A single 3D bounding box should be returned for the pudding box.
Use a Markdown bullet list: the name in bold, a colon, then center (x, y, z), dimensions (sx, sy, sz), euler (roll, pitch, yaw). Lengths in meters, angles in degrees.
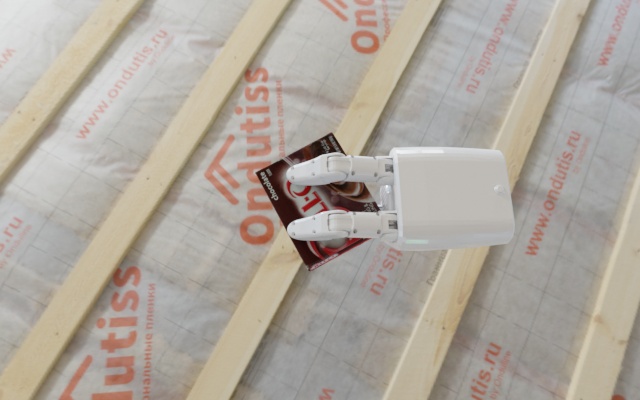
- **pudding box**: center (0.000, 0.002, 0.481), dimensions (0.090, 0.113, 0.039), euler (-29, -16, -7)
